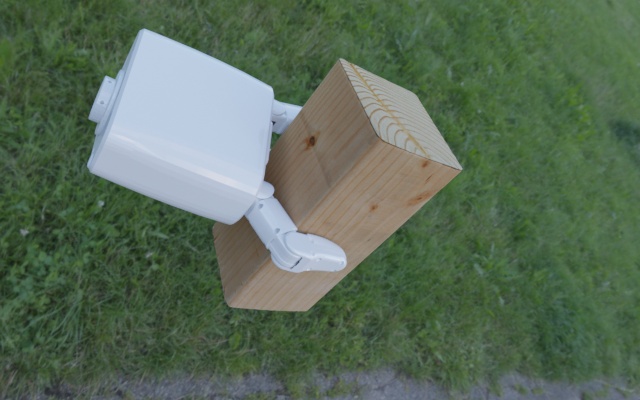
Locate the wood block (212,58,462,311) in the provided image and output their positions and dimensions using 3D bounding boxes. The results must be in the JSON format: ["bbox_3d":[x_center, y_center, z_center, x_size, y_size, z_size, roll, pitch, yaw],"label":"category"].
[{"bbox_3d":[0.000,0.001,0.402,0.090,0.090,0.206,13,-47,-37],"label":"wood block"}]
